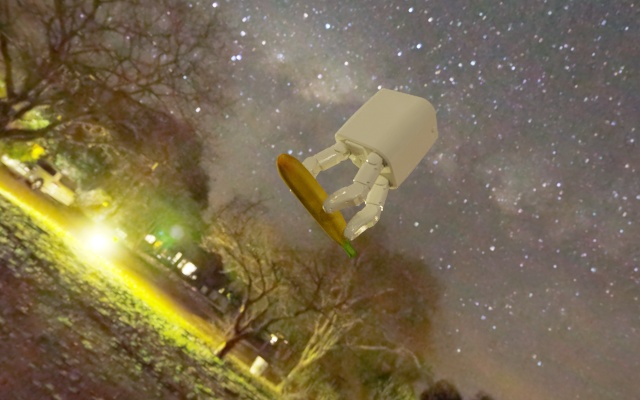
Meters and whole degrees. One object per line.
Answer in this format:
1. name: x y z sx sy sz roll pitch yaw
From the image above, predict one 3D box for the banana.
1. banana: -0.006 -0.002 0.660 0.198 0.037 0.069 51 -8 -33
